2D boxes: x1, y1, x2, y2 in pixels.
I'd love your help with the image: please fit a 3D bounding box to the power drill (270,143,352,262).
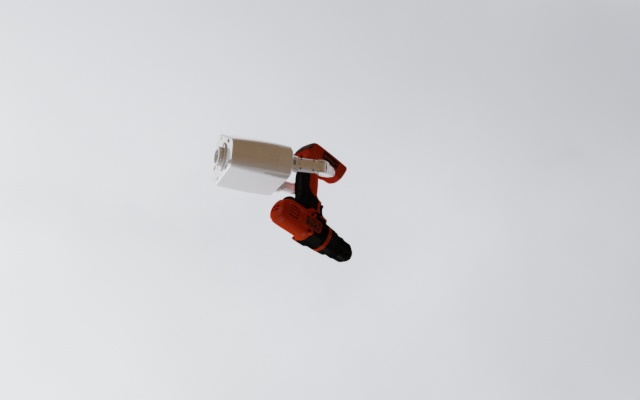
[{"bbox_3d":[0.000,0.002,0.871,0.057,0.187,0.184,-23,-46,37],"label":"power drill"}]
